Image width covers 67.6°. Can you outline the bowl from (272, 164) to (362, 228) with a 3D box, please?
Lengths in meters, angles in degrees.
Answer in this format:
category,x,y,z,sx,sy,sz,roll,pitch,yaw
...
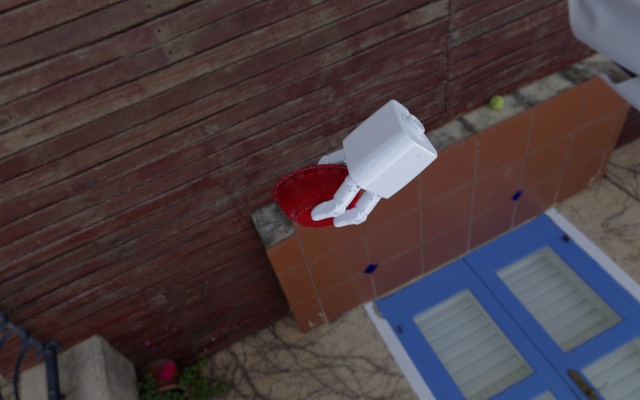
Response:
category,x,y,z,sx,sy,sz,roll,pitch,yaw
bowl,-0.001,0.004,0.811,0.162,0.055,0.162,-8,-26,-4
